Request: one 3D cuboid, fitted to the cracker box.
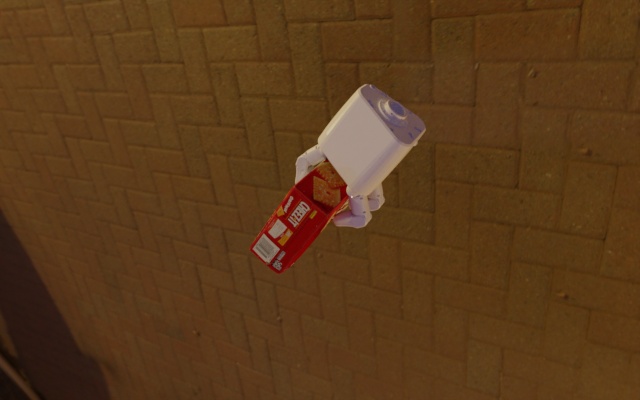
[{"bbox_3d":[0.000,0.002,0.764,0.213,0.072,0.164,-43,-7,-49],"label":"cracker box"}]
